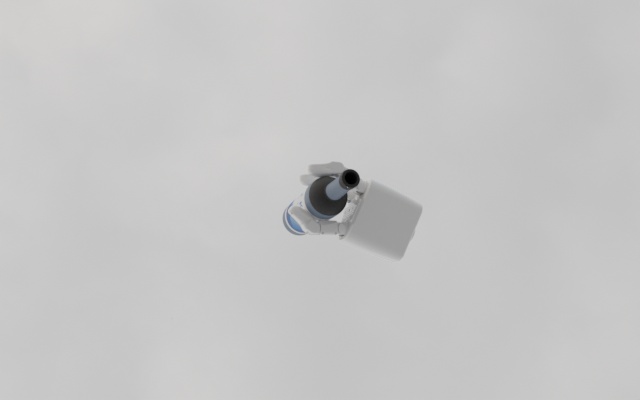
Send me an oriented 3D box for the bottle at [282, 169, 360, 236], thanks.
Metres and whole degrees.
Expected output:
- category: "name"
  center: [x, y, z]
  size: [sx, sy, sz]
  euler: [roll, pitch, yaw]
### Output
- category: "bottle"
  center: [0.000, 0.003, 0.800]
  size: [0.069, 0.069, 0.296]
  euler: [0, -13, -17]
